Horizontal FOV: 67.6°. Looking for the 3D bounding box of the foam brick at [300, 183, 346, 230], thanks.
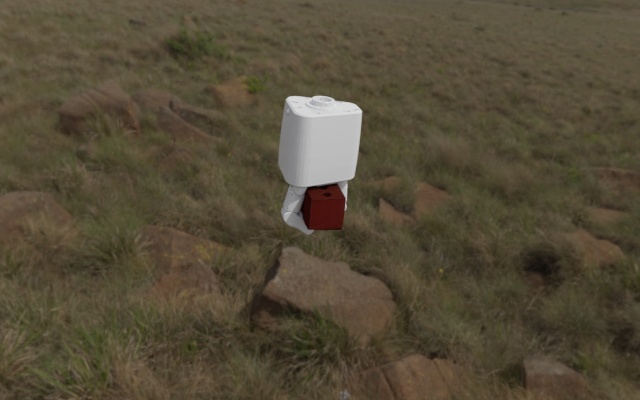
[{"bbox_3d":[0.000,0.003,0.705,0.053,0.051,0.078,-1,29,-16],"label":"foam brick"}]
